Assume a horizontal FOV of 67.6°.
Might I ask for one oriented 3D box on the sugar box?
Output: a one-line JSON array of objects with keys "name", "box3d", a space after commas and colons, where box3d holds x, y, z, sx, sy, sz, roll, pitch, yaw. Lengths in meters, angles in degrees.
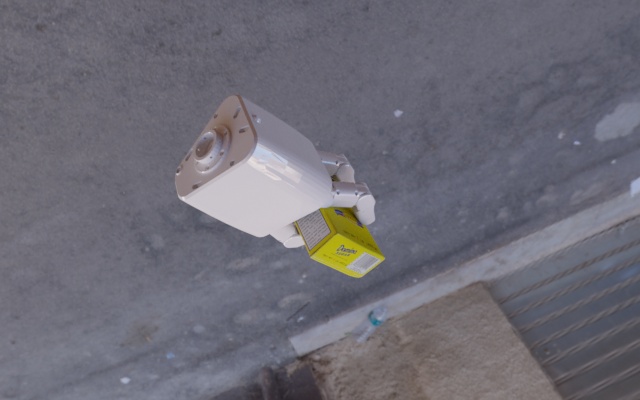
[{"name": "sugar box", "box3d": [0.000, 0.001, 0.554, 0.048, 0.176, 0.093, -41, -42, 18]}]
